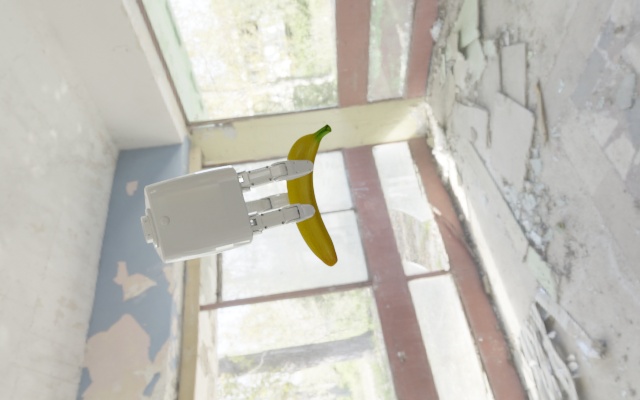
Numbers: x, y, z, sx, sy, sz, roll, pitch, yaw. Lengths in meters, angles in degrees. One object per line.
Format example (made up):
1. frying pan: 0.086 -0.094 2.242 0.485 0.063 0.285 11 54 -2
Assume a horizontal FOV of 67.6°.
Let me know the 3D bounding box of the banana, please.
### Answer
1. banana: -0.014 -0.004 0.651 0.069 0.198 0.037 11 23 39
